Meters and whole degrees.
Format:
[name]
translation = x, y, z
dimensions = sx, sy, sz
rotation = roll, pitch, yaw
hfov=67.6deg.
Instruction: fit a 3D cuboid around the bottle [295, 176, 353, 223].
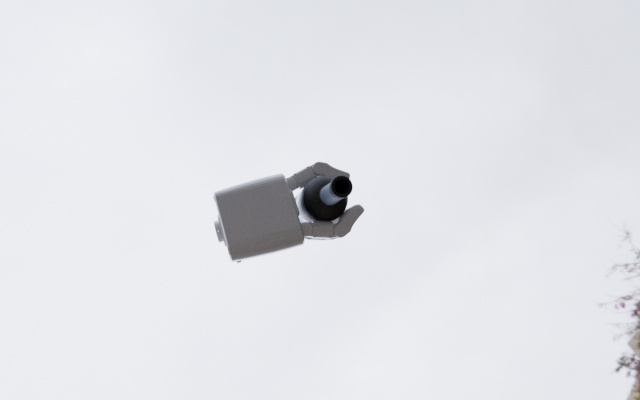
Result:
[bottle]
translation = 0.000, 0.002, 0.721
dimensions = 0.069, 0.069, 0.296
rotation = 0, -8, -10
